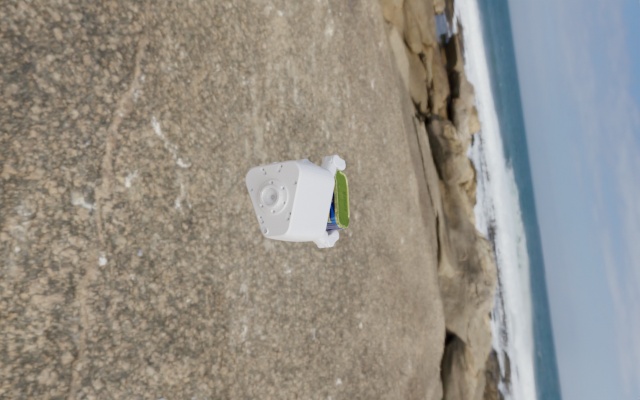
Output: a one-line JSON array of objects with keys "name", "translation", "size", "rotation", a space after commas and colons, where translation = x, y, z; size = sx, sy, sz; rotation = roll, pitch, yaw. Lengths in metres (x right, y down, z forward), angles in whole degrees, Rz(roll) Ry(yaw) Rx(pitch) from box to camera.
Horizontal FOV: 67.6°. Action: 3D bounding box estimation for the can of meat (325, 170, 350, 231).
[{"name": "can of meat", "translation": [0.000, 0.003, 0.800], "size": [0.084, 0.102, 0.057], "rotation": [-8, -12, 25]}]
